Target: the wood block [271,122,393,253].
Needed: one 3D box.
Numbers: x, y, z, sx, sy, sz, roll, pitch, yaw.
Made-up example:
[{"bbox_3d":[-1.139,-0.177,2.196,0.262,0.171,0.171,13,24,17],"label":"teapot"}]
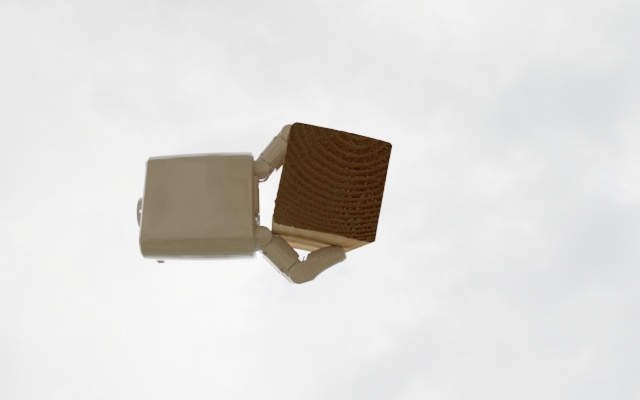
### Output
[{"bbox_3d":[0.000,0.001,0.495,0.090,0.091,0.206,12,-11,-4],"label":"wood block"}]
